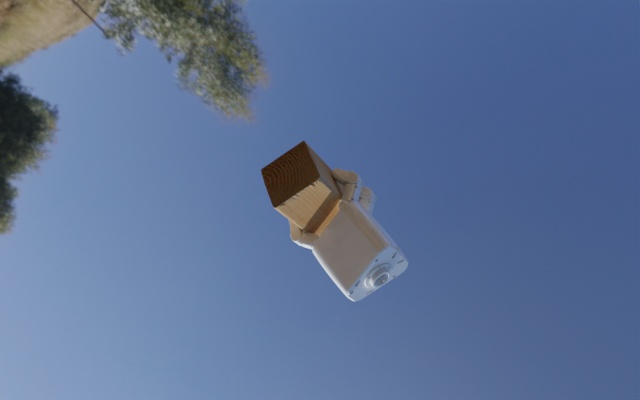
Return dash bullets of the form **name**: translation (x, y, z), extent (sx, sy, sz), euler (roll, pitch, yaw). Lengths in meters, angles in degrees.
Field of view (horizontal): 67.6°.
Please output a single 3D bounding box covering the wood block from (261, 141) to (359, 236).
- **wood block**: translation (0.000, 0.003, 0.821), extent (0.091, 0.090, 0.206), euler (-33, -39, 12)
